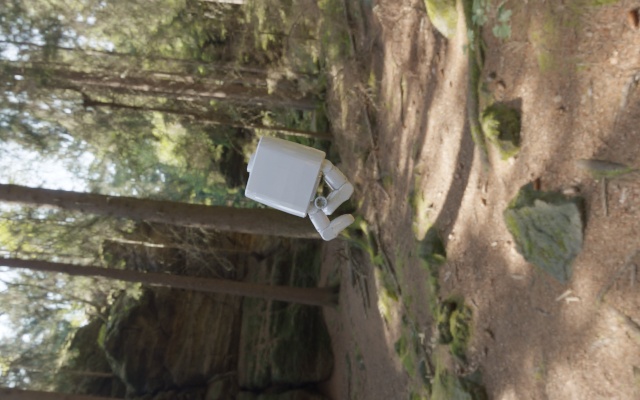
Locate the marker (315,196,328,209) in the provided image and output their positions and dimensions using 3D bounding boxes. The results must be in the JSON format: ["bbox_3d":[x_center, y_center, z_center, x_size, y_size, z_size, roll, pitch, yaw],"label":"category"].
[{"bbox_3d":[0.000,0.003,0.759,0.020,0.020,0.121,0,1,-1],"label":"marker"}]
